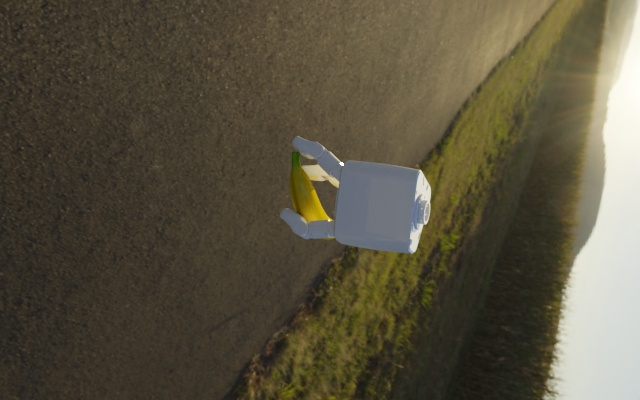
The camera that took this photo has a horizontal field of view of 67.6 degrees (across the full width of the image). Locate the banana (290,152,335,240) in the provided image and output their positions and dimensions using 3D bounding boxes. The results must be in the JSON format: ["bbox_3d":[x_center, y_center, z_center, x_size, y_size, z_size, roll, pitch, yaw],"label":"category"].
[{"bbox_3d":[-0.007,0.015,0.740,0.037,0.069,0.198,4,-37,25],"label":"banana"}]
